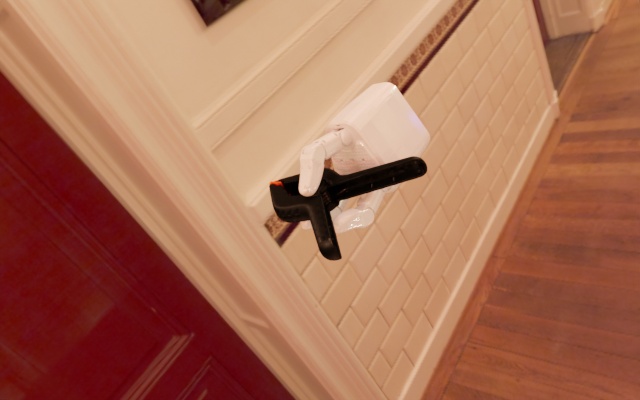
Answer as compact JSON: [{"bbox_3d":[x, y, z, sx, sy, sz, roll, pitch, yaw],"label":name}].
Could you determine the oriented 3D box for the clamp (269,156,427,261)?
[{"bbox_3d":[0.000,0.001,0.562,0.210,0.036,0.164,3,38,45],"label":"clamp"}]
